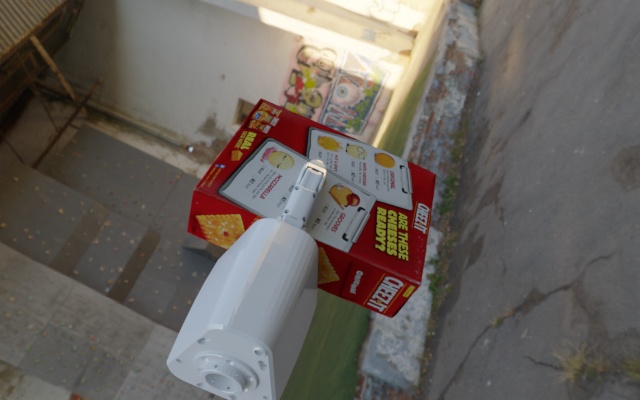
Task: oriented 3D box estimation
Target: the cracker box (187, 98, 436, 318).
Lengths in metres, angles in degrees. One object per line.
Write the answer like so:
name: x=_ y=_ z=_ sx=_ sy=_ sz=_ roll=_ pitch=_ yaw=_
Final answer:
cracker box: x=0.000 y=0.001 z=0.486 sx=0.214 sy=0.072 sz=0.164 roll=23 pitch=44 yaw=-1
